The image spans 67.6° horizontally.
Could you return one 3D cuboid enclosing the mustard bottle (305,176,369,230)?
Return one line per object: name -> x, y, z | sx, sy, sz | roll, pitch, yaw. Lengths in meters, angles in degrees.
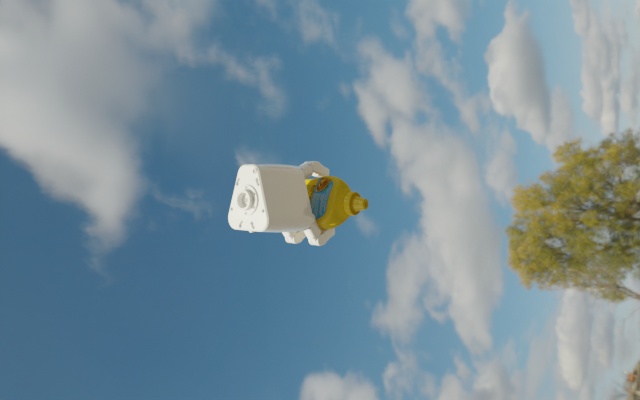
mustard bottle -> 0.000, 0.003, 0.857 | 0.191, 0.096, 0.058 | 2, -22, 38
